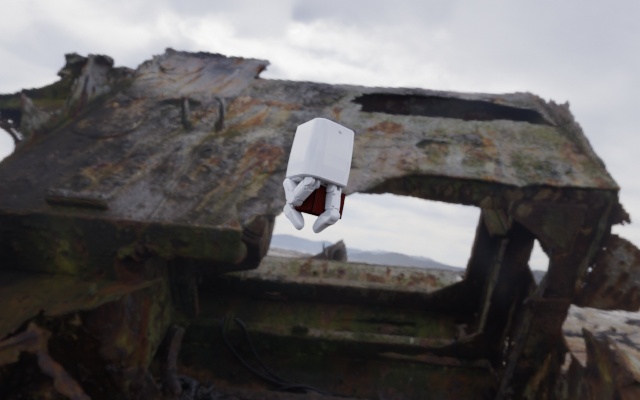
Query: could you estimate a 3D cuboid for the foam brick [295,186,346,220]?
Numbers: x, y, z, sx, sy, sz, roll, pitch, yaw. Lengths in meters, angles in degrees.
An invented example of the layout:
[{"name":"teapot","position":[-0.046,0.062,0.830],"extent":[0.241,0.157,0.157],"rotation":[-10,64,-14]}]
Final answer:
[{"name":"foam brick","position":[0.000,0.003,0.890],"extent":[0.078,0.051,0.053],"rotation":[17,-10,-41]}]
